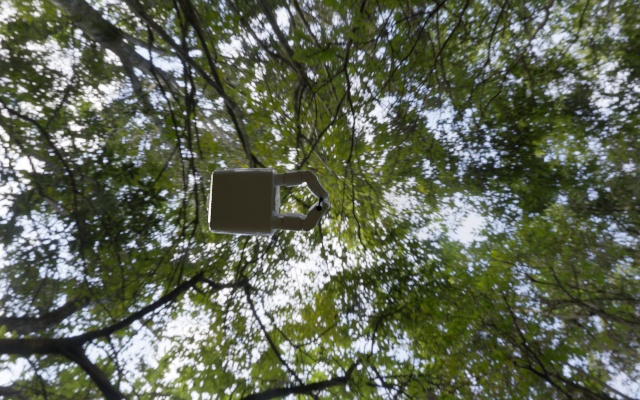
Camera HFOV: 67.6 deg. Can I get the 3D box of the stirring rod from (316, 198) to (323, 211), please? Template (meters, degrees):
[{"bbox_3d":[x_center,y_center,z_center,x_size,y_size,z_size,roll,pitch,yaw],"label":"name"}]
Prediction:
[{"bbox_3d":[0.000,0.002,0.753,0.011,0.011,0.239,0,4,1],"label":"stirring rod"}]
